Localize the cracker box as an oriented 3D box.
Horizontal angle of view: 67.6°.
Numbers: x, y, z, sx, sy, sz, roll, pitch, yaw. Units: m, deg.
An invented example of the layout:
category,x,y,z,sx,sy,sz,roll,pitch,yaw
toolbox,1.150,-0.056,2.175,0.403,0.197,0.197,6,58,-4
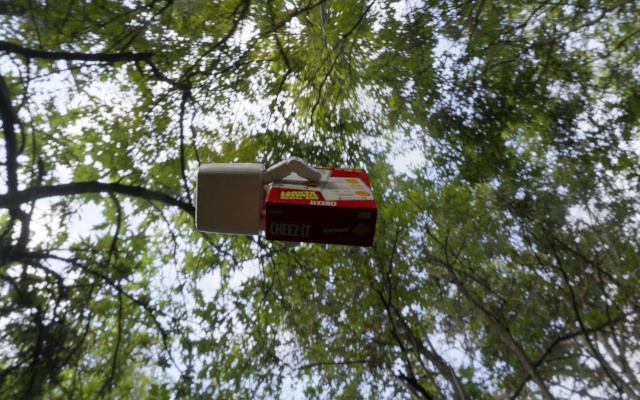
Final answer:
category,x,y,z,sx,sy,sz,roll,pitch,yaw
cracker box,0.000,0.002,0.793,0.164,0.072,0.213,3,19,-1
